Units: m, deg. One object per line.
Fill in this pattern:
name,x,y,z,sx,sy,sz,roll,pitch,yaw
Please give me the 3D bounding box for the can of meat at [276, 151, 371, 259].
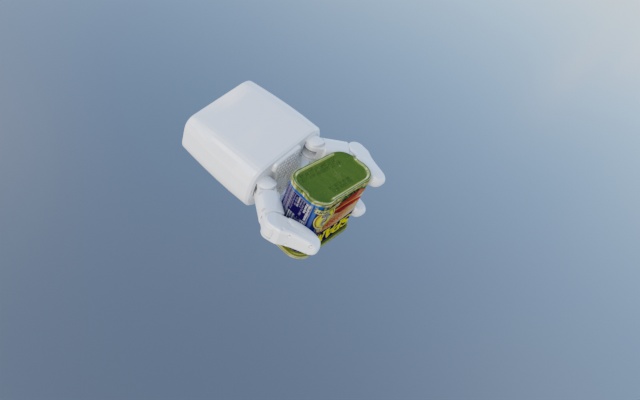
can of meat,0.000,0.002,0.512,0.057,0.084,0.102,41,44,17
